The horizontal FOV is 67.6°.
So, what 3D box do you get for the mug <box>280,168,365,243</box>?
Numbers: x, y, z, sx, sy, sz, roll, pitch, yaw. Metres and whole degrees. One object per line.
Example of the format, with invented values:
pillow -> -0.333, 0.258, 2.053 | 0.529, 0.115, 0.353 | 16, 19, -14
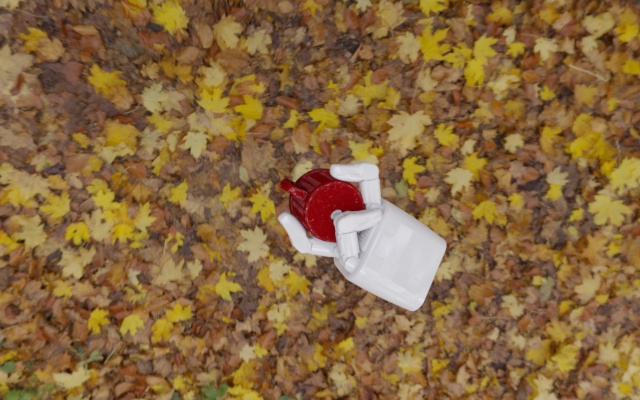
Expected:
mug -> -0.001, 0.001, 0.631 | 0.117, 0.093, 0.081 | 30, 2, -17
